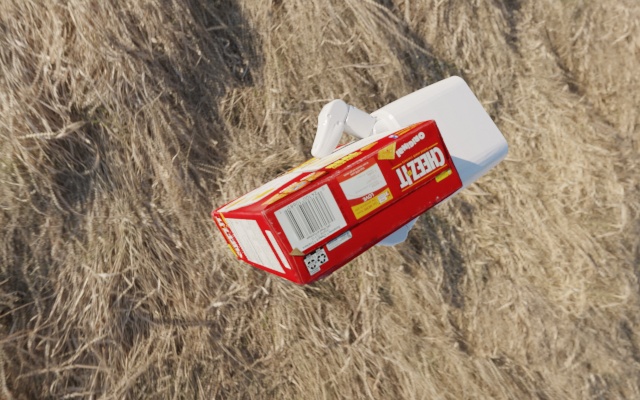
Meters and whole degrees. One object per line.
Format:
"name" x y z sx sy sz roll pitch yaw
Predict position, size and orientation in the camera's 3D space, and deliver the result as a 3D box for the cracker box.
"cracker box" 0.000 0.001 0.456 0.164 0.072 0.213 -30 9 -20
